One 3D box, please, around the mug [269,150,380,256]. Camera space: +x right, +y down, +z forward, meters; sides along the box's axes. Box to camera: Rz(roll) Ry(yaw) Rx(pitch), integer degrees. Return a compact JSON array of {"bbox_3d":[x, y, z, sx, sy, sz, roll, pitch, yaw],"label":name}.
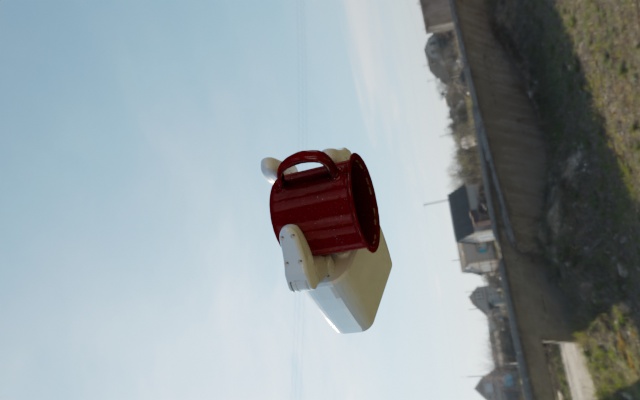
[{"bbox_3d":[-0.001,0.001,0.440,0.081,0.093,0.117,-11,-44,19],"label":"mug"}]
